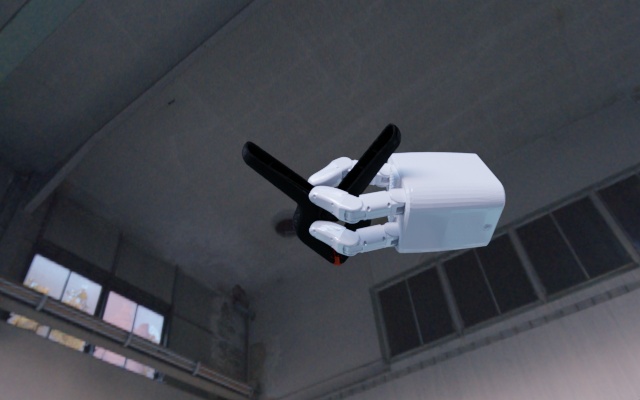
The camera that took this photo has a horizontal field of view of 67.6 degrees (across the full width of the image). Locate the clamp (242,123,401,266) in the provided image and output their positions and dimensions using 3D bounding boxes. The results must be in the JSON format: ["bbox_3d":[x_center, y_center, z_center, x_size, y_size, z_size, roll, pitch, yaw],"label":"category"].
[{"bbox_3d":[0.000,0.002,0.554,0.164,0.036,0.210,-1,-45,-2],"label":"clamp"}]
